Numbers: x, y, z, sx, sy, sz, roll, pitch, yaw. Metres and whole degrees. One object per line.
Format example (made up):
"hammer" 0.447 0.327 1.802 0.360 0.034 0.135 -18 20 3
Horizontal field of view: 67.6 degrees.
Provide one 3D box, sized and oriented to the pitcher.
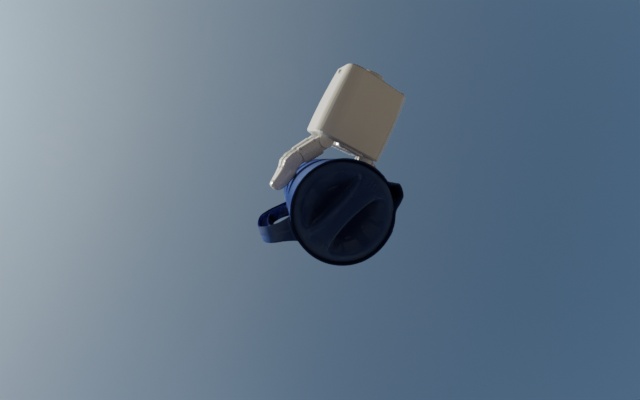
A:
"pitcher" 0.000 0.002 0.689 0.149 0.145 0.243 25 3 -12
